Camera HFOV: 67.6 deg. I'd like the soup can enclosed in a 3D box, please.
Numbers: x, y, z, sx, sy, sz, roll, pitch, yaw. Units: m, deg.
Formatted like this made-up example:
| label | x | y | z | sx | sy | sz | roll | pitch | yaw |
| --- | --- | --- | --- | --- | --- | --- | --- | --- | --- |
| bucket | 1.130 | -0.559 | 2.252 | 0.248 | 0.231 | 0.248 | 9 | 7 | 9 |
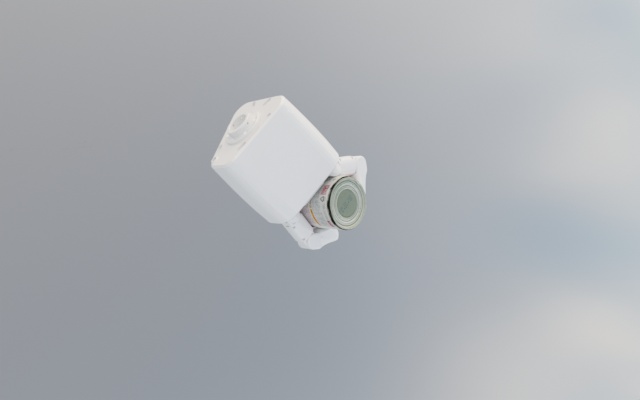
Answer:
| label | x | y | z | sx | sy | sz | roll | pitch | yaw |
| --- | --- | --- | --- | --- | --- | --- | --- | --- | --- |
| soup can | 0.001 | 0.002 | 0.616 | 0.068 | 0.068 | 0.102 | 0 | 1 | -43 |
